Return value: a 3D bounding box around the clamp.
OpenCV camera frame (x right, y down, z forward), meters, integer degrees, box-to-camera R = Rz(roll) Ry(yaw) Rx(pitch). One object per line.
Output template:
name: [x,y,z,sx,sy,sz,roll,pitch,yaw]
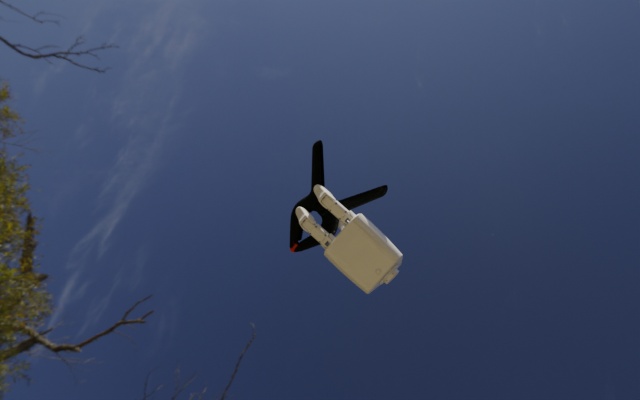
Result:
clamp: [0.000,0.004,0.894,0.164,0.210,0.036,43,11,16]
